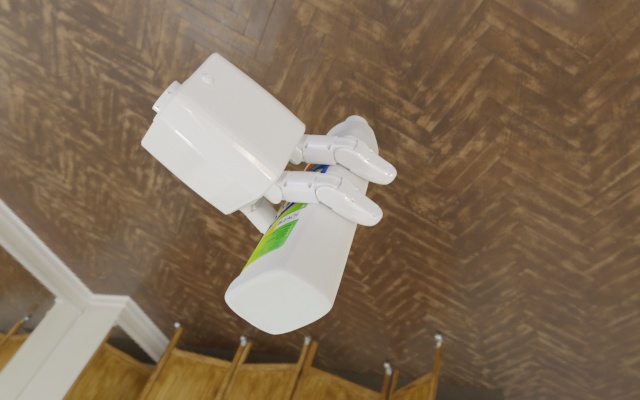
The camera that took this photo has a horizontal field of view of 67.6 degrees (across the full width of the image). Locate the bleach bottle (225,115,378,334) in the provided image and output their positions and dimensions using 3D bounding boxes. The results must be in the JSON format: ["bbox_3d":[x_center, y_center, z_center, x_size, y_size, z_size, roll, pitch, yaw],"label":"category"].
[{"bbox_3d":[0.000,0.002,0.471,0.068,0.250,0.102,40,-46,-17],"label":"bleach bottle"}]
